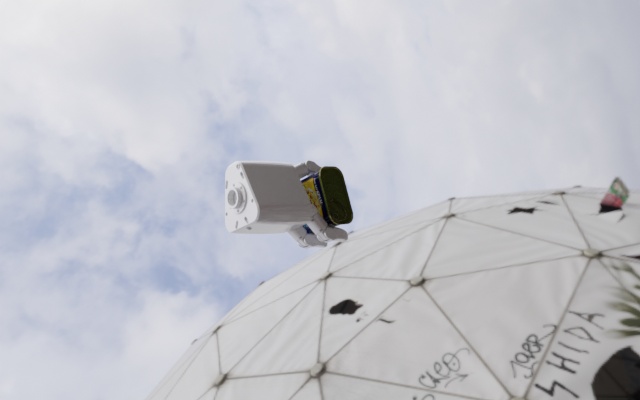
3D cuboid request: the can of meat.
[{"bbox_3d":[0.000,0.003,0.823,0.057,0.102,0.084,-4,-14,-45],"label":"can of meat"}]
